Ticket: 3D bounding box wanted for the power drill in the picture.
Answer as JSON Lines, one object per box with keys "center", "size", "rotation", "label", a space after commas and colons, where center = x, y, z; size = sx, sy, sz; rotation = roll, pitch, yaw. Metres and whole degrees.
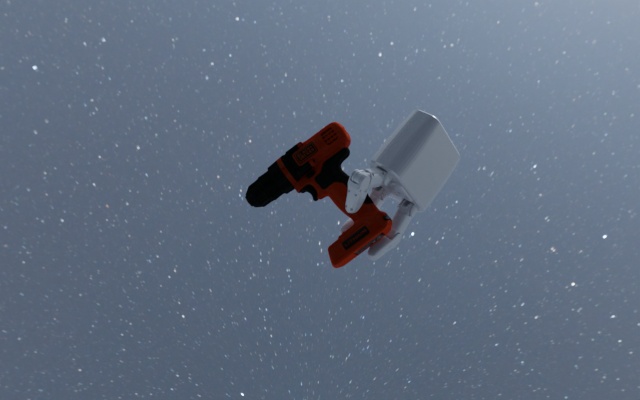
{"center": [0.001, 0.003, 0.701], "size": [0.184, 0.187, 0.057], "rotation": [-37, -14, 8], "label": "power drill"}
